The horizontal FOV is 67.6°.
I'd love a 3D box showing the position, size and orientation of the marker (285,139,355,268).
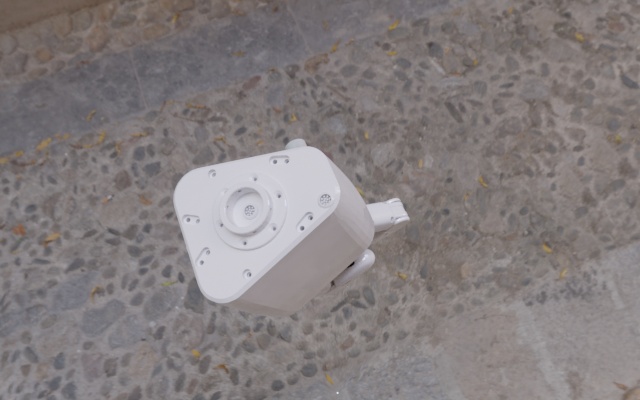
[{"bbox_3d":[0.000,0.001,0.405,0.020,0.121,0.020,-21,-21,-9],"label":"marker"}]
